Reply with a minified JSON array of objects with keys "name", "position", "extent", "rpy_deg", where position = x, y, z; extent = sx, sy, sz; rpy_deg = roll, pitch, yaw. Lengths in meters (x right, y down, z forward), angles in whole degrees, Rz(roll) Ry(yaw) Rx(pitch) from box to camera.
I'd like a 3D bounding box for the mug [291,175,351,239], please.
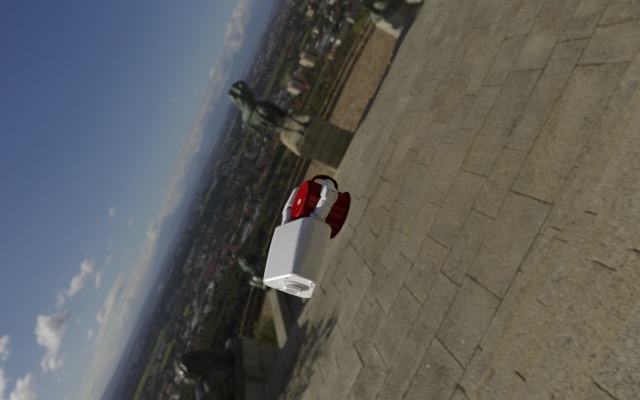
[{"name":"mug","position":[0.000,0.002,0.876],"extent":[0.081,0.117,0.093],"rpy_deg":[21,-29,-16]}]
